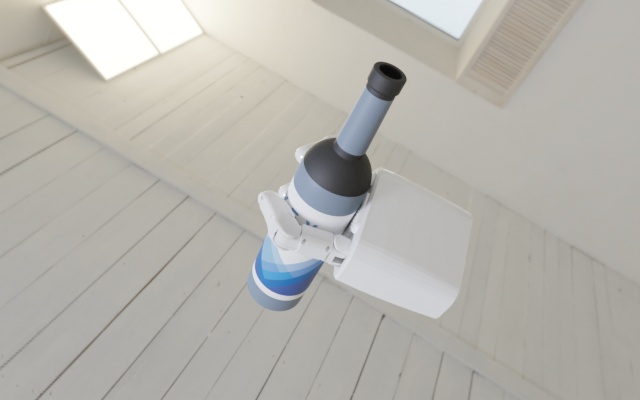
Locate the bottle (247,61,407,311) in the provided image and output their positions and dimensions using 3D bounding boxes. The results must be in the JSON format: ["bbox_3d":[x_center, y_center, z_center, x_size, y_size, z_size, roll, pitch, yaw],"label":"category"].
[{"bbox_3d":[0.000,0.002,0.452,0.069,0.069,0.296,0,-41,-28],"label":"bottle"}]
